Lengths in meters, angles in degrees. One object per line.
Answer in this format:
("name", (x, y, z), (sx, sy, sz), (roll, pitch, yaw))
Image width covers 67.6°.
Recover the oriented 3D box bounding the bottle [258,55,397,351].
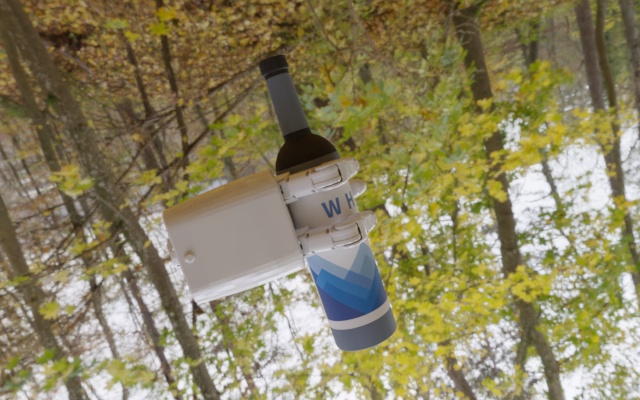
("bottle", (0.000, 0.002, 0.480), (0.069, 0.296, 0.069), (-19, 7, 2))
